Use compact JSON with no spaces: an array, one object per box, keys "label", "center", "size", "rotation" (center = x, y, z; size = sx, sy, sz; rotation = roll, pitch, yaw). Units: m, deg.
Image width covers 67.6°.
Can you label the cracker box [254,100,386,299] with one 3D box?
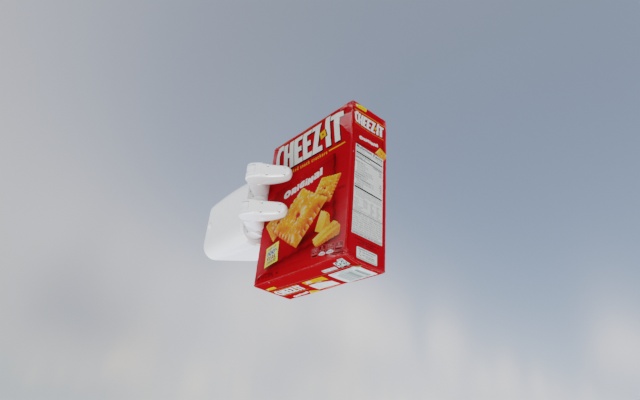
[{"label":"cracker box","center":[0.000,0.002,0.607],"size":[0.072,0.213,0.164],"rotation":[27,-36,-35]}]
